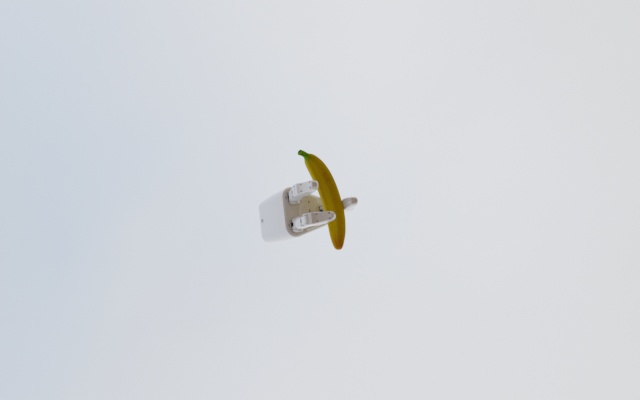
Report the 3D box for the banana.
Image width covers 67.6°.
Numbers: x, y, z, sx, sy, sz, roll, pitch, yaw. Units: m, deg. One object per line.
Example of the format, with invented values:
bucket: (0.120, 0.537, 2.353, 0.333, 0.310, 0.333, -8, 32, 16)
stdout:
banana: (0.010, -0.006, 0.894, 0.037, 0.198, 0.069, -18, 8, 41)
